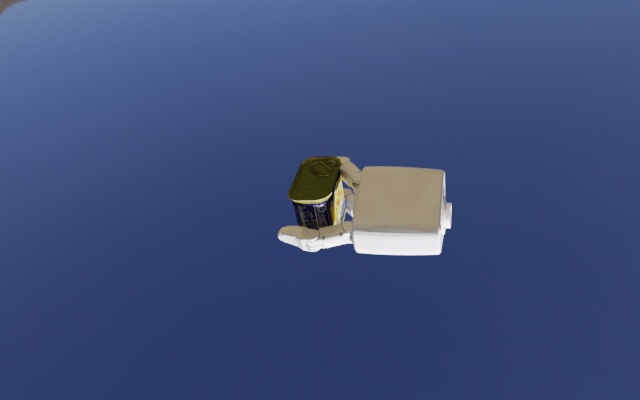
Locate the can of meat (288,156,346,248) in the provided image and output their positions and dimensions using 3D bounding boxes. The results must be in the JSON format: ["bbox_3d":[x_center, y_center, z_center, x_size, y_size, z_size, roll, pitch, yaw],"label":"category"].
[{"bbox_3d":[0.000,0.002,0.647,0.057,0.084,0.102,-1,37,15],"label":"can of meat"}]
